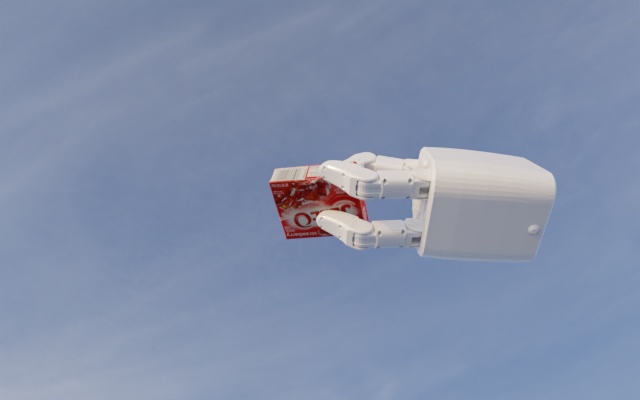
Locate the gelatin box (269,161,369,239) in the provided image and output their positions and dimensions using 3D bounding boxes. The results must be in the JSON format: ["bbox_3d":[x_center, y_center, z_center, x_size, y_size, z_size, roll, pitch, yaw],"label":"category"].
[{"bbox_3d":[0.000,0.001,0.486,0.089,0.073,0.030,-4,34,15],"label":"gelatin box"}]
